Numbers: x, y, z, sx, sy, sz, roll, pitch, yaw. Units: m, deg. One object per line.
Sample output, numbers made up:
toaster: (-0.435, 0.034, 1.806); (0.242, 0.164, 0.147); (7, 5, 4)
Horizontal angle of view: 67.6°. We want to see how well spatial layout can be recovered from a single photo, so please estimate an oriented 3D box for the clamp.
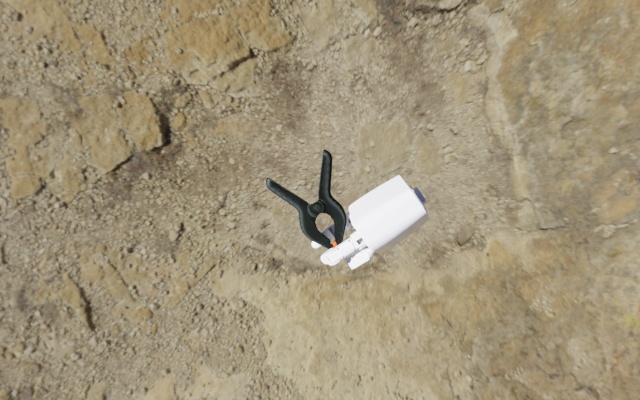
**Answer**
clamp: (0.000, 0.003, 0.803); (0.120, 0.171, 0.039); (-35, 0, 9)
